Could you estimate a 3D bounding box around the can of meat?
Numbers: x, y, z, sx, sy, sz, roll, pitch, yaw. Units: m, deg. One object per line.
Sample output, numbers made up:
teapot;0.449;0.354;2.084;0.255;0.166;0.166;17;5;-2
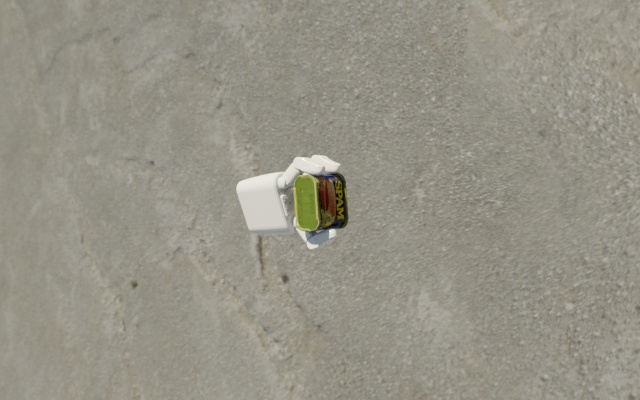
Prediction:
can of meat;0.000;0.003;0.834;0.057;0.102;0.084;-4;0;38
